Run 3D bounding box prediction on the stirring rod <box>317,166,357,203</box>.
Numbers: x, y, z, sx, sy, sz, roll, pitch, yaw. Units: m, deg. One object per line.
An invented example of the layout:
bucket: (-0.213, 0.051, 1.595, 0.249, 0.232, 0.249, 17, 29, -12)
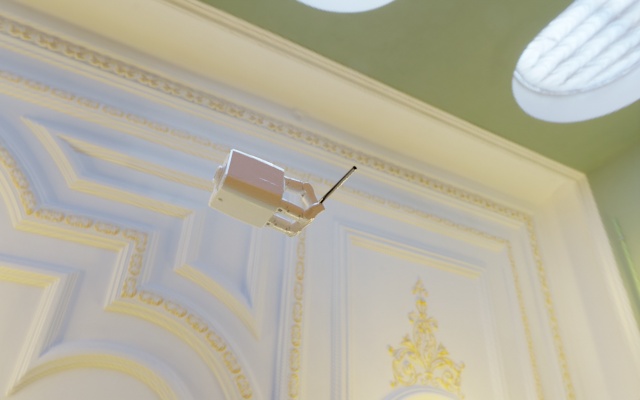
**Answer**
stirring rod: (0.000, 0.003, 0.878, 0.011, 0.011, 0.240, 0, -28, -32)
